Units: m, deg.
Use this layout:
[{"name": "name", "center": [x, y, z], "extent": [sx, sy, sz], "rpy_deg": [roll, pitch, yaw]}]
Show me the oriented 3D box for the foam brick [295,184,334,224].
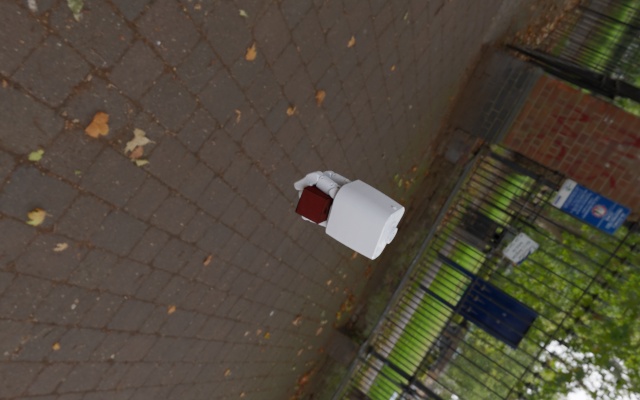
[{"name": "foam brick", "center": [0.000, 0.003, 0.887], "extent": [0.051, 0.053, 0.078], "rpy_deg": [29, 24, 21]}]
